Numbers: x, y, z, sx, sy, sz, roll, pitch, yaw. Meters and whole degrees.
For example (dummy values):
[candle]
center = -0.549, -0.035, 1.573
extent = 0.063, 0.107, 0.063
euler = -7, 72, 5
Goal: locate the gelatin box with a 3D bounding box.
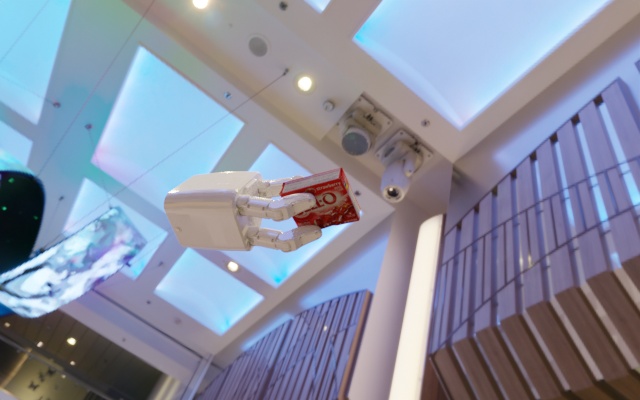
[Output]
[gelatin box]
center = 0.000, 0.002, 0.638
extent = 0.089, 0.073, 0.030
euler = -14, 34, 18
